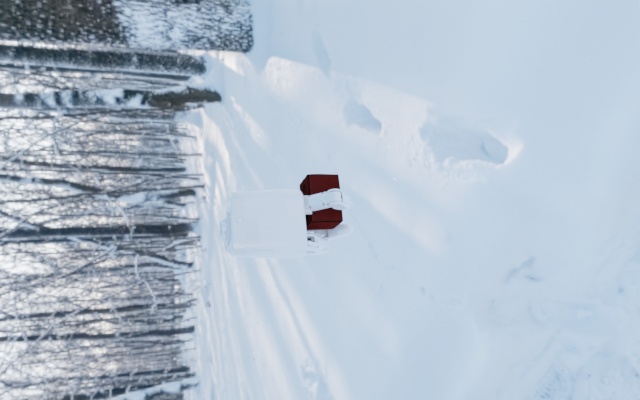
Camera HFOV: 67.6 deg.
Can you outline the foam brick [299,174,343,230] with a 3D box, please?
[{"bbox_3d":[0.000,0.002,0.740,0.051,0.078,0.053,0,-17,-16],"label":"foam brick"}]
